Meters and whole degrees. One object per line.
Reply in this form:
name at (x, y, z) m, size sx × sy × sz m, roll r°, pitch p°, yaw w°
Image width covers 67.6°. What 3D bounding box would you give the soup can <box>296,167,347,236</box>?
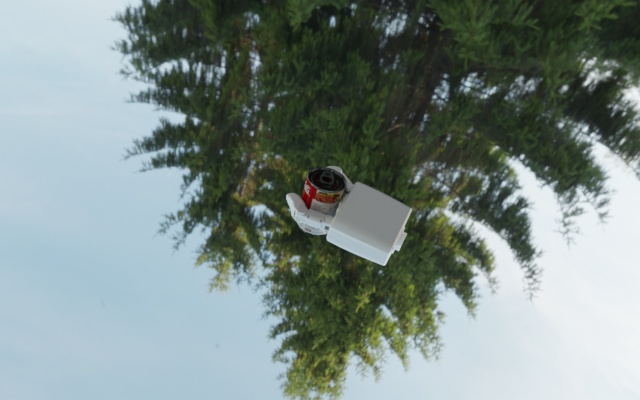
soup can at (0.000, 0.003, 0.822) m, size 0.068 × 0.102 × 0.068 m, roll 10°, pitch 38°, yaw -8°
